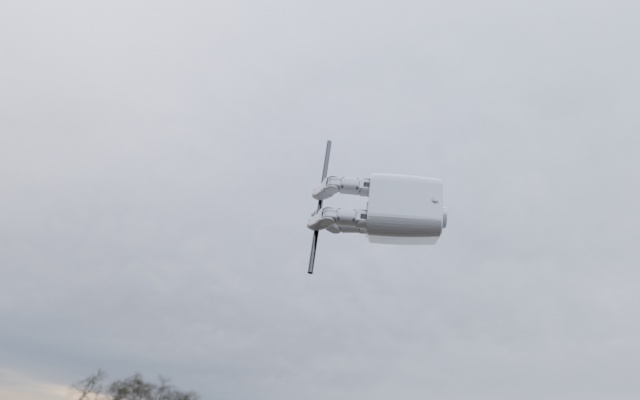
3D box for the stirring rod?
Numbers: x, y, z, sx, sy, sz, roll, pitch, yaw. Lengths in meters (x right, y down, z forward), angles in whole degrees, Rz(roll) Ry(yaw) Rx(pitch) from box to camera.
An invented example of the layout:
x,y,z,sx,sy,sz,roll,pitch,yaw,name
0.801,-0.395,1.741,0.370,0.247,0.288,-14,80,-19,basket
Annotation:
x,y,z,sx,sy,sz,roll,pitch,yaw,name
0.000,0.003,0.753,0.011,0.239,0.011,6,-30,4,stirring rod
